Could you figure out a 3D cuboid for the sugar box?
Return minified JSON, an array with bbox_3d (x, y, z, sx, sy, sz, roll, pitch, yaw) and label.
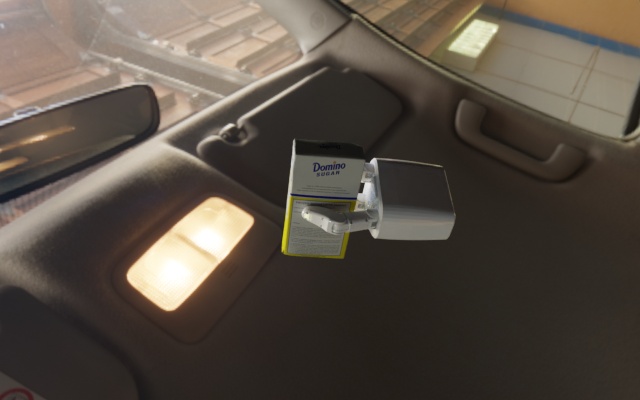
[{"bbox_3d":[0.000,0.002,0.658,0.093,0.176,0.048,4,36,-8],"label":"sugar box"}]
